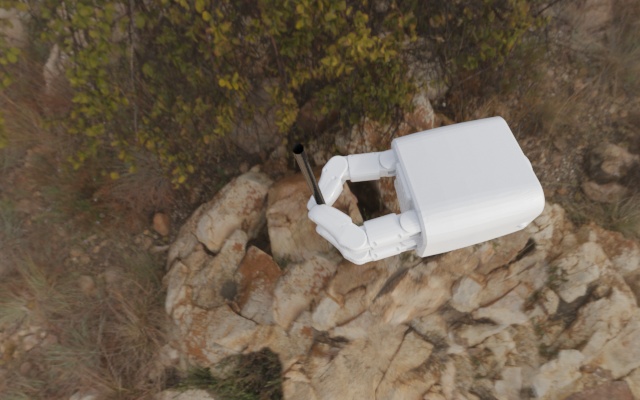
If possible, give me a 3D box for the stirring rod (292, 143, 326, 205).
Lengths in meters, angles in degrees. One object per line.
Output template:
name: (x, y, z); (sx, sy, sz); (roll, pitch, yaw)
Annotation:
stirring rod: (0.000, 0.001, 0.429); (0.011, 0.011, 0.240); (0, -17, 7)
